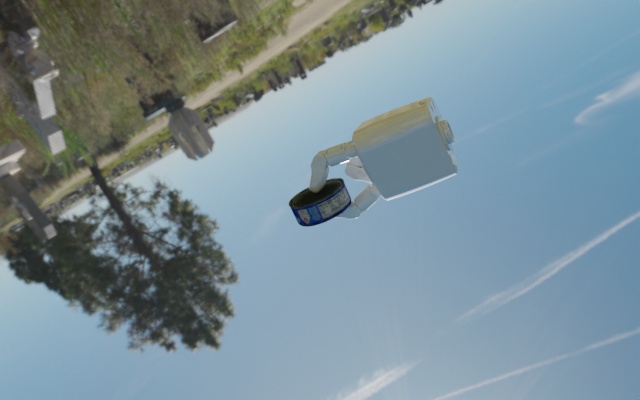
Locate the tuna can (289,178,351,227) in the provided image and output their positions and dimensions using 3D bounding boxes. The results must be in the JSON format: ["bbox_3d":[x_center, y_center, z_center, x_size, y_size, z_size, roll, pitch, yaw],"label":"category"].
[{"bbox_3d":[0.000,0.003,0.681,0.086,0.034,0.086,-22,17,7],"label":"tuna can"}]
